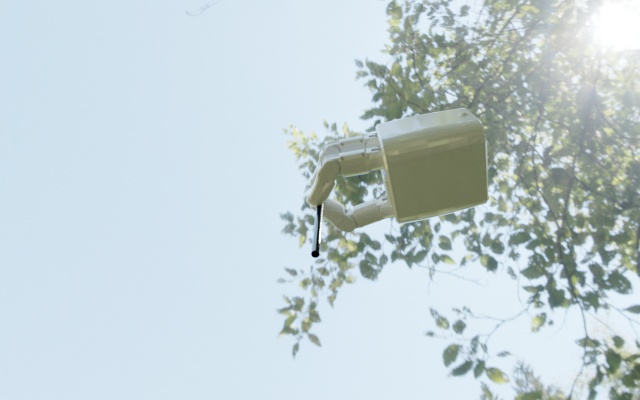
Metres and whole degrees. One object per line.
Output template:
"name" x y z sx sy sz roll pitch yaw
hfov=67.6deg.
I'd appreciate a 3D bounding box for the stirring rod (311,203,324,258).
"stirring rod" 0.000 0.002 0.540 0.011 0.011 0.239 0 23 2
